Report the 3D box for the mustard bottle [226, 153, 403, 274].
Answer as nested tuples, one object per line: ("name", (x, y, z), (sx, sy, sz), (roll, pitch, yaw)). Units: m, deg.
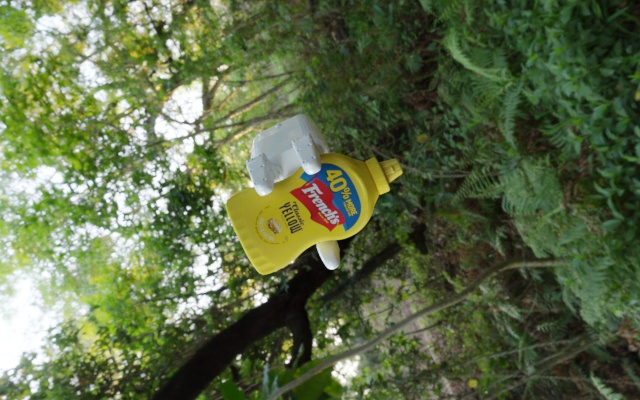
("mustard bottle", (0.000, 0.002, 0.530), (0.191, 0.096, 0.058), (-25, 4, 4))
